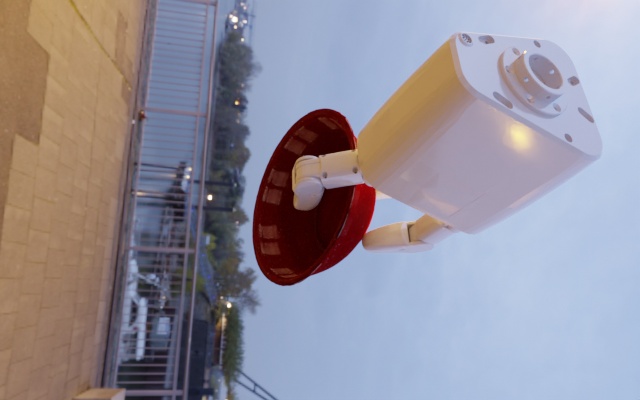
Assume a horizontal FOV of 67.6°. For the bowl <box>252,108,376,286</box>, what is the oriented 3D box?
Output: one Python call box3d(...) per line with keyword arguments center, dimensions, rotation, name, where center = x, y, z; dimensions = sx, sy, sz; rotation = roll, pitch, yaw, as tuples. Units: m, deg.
box3d(center=(0.000, 0.002, 0.437), dimensions=(0.055, 0.162, 0.162), rotation=(18, -10, -33), name="bowl")
